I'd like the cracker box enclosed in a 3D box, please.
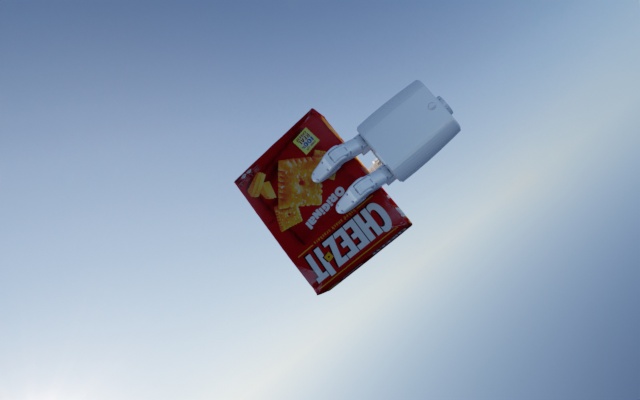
[{"bbox_3d":[0.000,0.002,0.691,0.164,0.213,0.072,-40,-13,12],"label":"cracker box"}]
